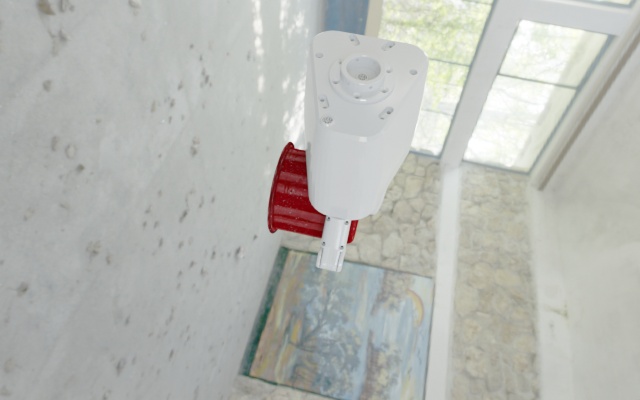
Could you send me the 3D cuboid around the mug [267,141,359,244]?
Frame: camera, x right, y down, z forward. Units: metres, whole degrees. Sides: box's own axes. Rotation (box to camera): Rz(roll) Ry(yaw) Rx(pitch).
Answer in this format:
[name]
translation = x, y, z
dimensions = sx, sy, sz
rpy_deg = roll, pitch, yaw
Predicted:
[mug]
translation = 0.000, 0.002, 0.480
dimensions = 0.081, 0.093, 0.117
rpy_deg = 12, -30, 6
